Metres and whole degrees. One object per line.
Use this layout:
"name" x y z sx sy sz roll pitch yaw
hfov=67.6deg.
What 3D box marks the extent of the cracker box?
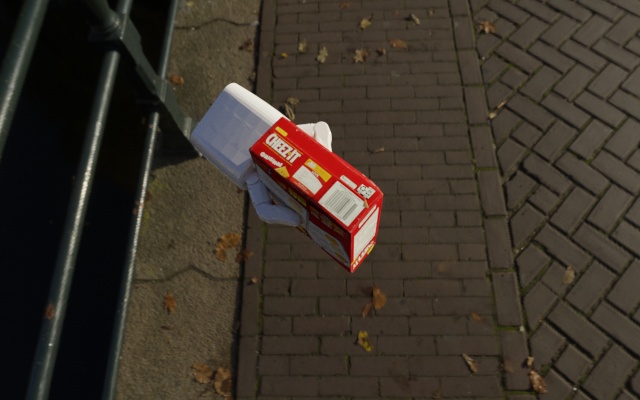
"cracker box" 0.000 0.002 0.653 0.164 0.072 0.214 39 -14 16
